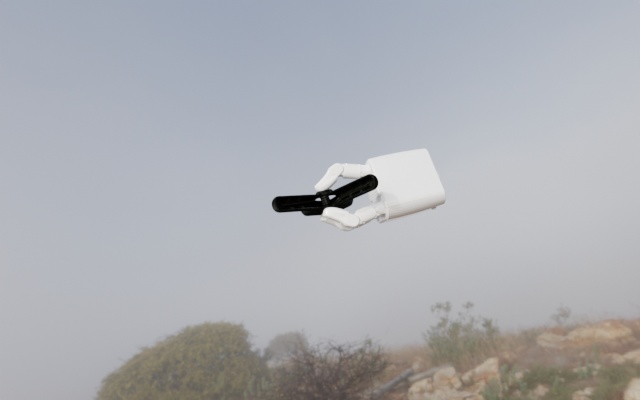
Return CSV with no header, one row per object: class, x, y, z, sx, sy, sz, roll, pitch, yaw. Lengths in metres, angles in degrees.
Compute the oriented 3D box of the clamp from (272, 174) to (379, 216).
clamp,0.000,0.002,0.806,0.164,0.036,0.210,-12,-8,-7
